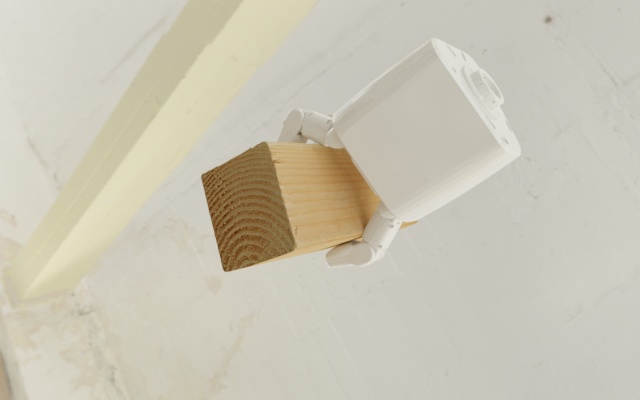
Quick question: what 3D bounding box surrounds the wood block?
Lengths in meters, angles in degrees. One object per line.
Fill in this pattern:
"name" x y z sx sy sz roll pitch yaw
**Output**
"wood block" 0.001 0.002 0.467 0.090 0.091 0.206 -21 -10 37
